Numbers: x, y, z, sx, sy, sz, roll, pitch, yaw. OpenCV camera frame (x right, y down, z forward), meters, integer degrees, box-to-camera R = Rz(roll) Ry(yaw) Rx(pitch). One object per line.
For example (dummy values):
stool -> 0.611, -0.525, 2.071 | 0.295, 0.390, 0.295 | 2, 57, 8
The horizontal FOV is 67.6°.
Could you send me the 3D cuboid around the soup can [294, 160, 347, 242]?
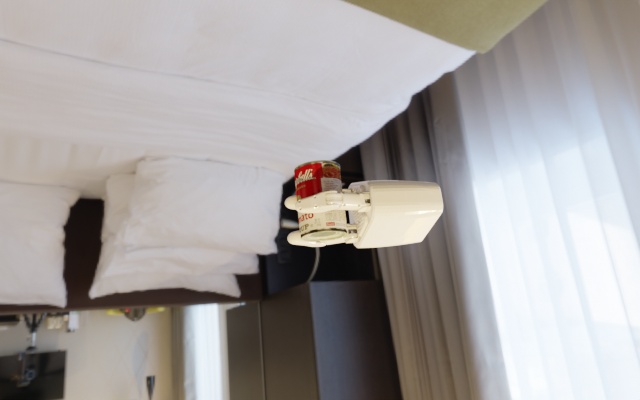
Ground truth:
soup can -> 0.000, 0.002, 0.681 | 0.068, 0.102, 0.068 | -5, -16, -2
